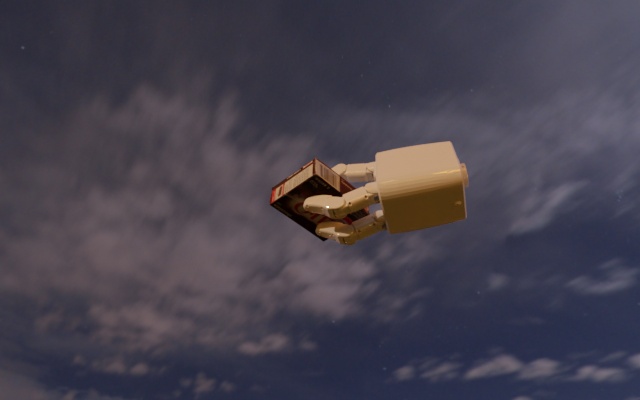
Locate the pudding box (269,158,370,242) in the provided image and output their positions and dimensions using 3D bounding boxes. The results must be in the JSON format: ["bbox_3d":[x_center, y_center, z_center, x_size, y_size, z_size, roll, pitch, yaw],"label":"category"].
[{"bbox_3d":[0.000,0.002,0.667,0.090,0.039,0.113,-33,-55,31],"label":"pudding box"}]
